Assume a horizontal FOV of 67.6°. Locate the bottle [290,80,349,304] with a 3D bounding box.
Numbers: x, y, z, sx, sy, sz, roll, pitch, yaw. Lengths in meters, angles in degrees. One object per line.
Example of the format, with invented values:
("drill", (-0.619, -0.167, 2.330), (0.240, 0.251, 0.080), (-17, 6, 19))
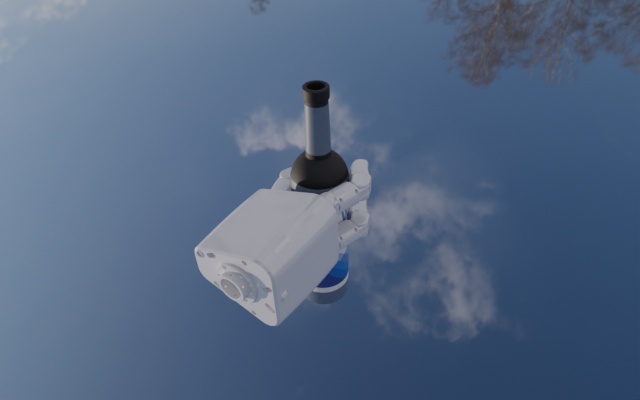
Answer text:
("bottle", (0.000, 0.002, 0.561), (0.069, 0.296, 0.069), (-1, 39, 1))
